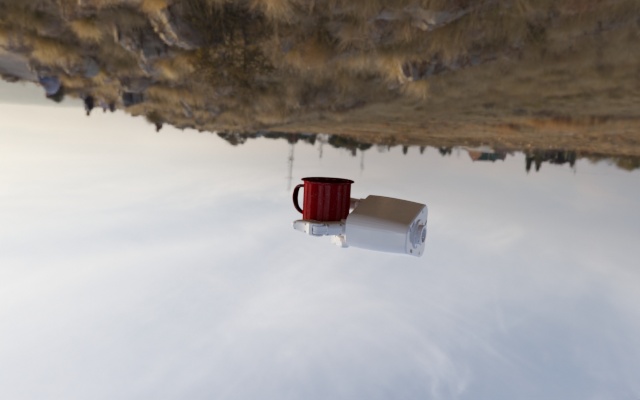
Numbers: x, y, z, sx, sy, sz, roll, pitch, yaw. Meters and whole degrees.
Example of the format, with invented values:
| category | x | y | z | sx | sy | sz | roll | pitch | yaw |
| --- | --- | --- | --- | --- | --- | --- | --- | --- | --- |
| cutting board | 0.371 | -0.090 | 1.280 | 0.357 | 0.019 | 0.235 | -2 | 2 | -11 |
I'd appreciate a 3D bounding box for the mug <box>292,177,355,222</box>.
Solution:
| category | x | y | z | sx | sy | sz | roll | pitch | yaw |
| --- | --- | --- | --- | --- | --- | --- | --- | --- | --- |
| mug | -0.001 | 0.003 | 0.834 | 0.117 | 0.081 | 0.093 | 8 | 10 | 29 |
